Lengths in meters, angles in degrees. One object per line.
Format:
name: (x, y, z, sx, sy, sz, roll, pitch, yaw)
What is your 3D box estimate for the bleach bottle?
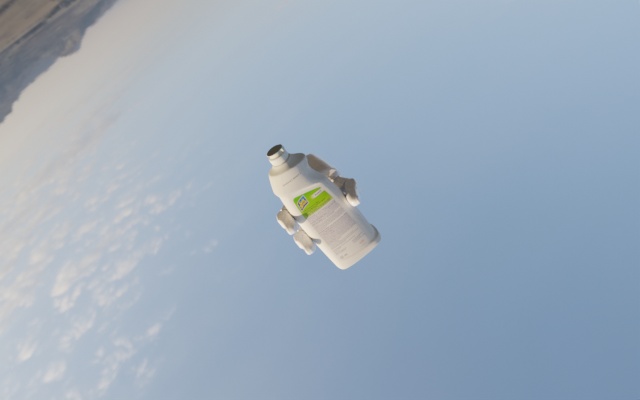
bleach bottle: (0.000, 0.003, 0.801, 0.102, 0.251, 0.068, -39, 31, -3)
